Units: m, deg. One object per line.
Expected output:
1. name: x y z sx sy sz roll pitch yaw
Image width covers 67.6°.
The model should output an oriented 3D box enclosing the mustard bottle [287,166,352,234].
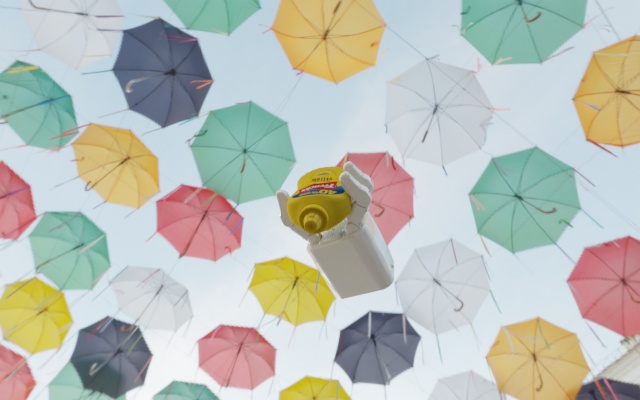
1. mustard bottle: 0.000 0.002 0.725 0.096 0.058 0.191 -3 20 10
